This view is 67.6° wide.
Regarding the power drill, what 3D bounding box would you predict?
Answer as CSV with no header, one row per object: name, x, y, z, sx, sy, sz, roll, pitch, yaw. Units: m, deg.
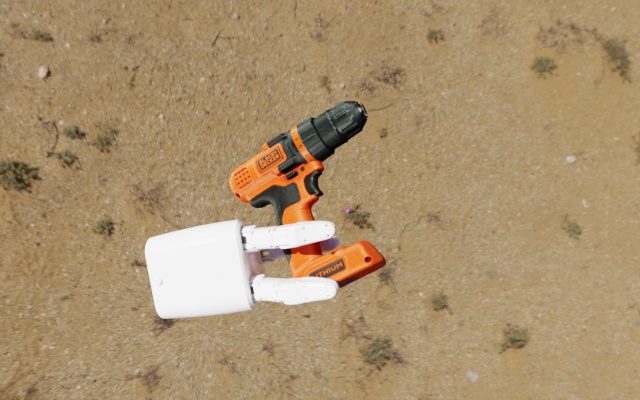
power drill,0.000,0.002,0.533,0.184,0.187,0.057,-31,-21,20
